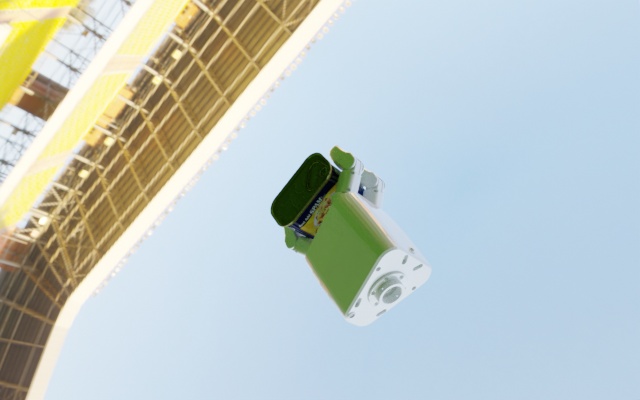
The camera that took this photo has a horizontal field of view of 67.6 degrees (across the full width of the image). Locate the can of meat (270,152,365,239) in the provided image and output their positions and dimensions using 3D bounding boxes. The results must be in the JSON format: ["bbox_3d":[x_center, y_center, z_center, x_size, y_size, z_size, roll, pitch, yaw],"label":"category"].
[{"bbox_3d":[0.000,0.002,0.622,0.084,0.102,0.057,32,11,-41],"label":"can of meat"}]
